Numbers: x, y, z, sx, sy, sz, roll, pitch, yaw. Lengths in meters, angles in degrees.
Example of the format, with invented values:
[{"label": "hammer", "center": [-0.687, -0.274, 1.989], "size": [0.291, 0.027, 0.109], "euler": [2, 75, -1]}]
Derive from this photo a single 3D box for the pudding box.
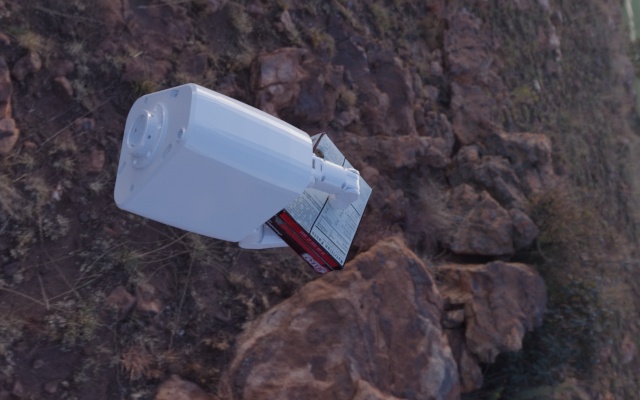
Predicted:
[{"label": "pudding box", "center": [0.000, 0.001, 0.469], "size": [0.039, 0.113, 0.090], "euler": [-17, -55, 42]}]
